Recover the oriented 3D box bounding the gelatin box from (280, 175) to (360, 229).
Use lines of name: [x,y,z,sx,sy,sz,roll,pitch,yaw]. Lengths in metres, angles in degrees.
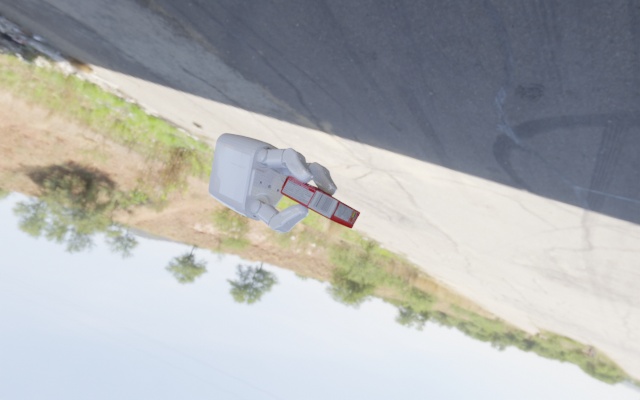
gelatin box: [0.000,0.003,0.645,0.089,0.030,0.073,27,0,30]
